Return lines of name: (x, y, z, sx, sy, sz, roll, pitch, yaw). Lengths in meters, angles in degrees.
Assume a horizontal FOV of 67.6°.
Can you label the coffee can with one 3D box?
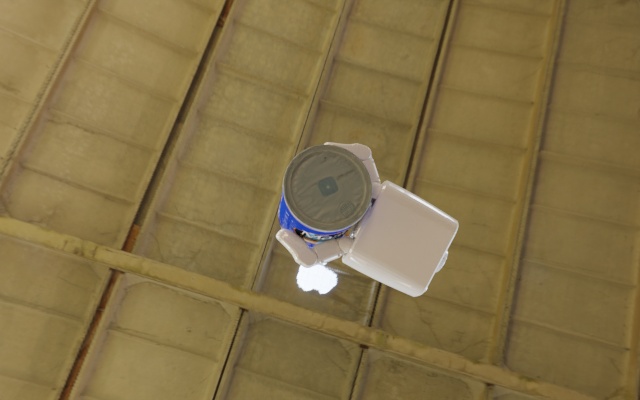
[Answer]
coffee can: (0.000, 0.002, 0.606, 0.103, 0.102, 0.140, 0, -15, -7)
